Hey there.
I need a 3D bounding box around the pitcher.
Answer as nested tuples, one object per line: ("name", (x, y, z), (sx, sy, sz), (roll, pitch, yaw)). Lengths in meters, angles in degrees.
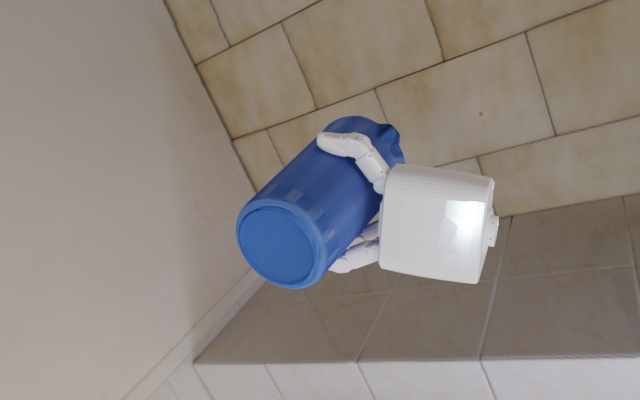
("pitcher", (0.000, 0.002, 0.581), (0.145, 0.149, 0.242), (10, 30, 23))
